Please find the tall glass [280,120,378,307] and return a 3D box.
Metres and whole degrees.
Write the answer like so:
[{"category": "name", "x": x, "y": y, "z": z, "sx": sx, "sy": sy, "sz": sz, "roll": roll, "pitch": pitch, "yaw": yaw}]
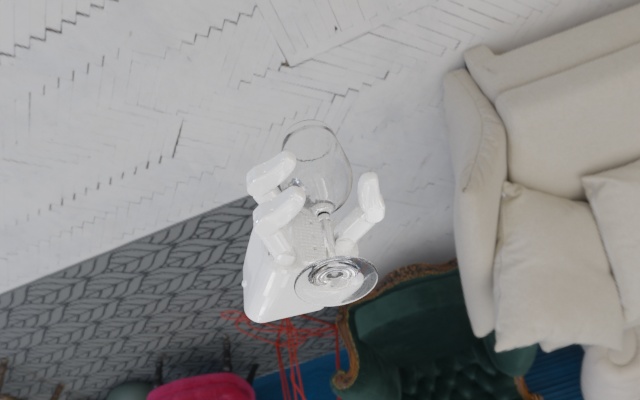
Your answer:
[{"category": "tall glass", "x": 0.000, "y": 0.002, "z": 0.483, "sx": 0.079, "sy": 0.200, "sz": 0.079, "roll": -6, "pitch": -44, "yaw": -5}]
